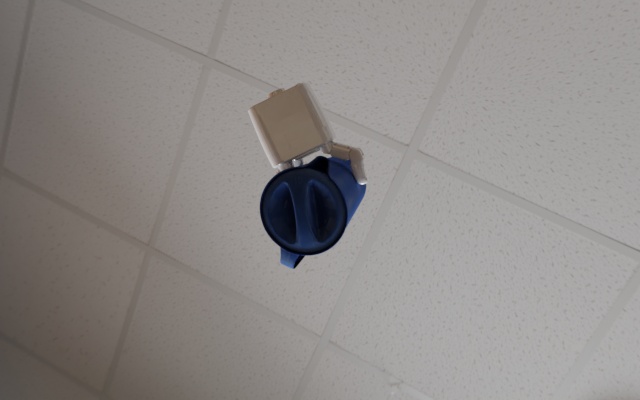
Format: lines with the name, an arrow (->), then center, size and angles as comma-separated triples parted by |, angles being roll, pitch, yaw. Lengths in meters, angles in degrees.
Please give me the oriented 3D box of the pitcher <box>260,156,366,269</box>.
pitcher -> 0.000, 0.002, 0.797 | 0.149, 0.145, 0.242 | -25, 4, 19
